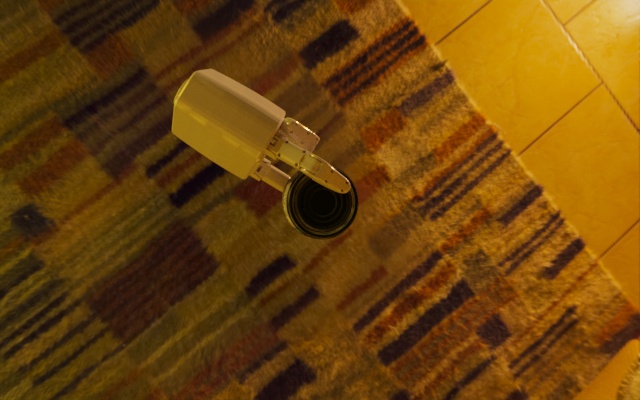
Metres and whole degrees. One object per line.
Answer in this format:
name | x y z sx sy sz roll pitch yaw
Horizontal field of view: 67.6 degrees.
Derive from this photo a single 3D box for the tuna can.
tuna can | 0.000 0.002 0.551 0.086 0.086 0.034 0 1 -14
